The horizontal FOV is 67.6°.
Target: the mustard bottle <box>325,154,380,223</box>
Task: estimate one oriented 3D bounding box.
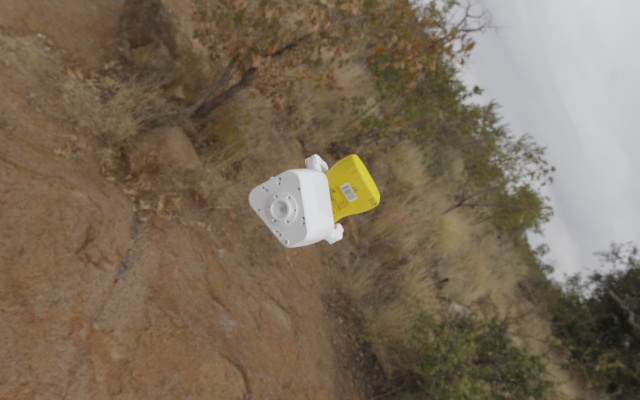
[{"bbox_3d":[0.000,0.003,0.837,0.191,0.096,0.058,-27,17,19],"label":"mustard bottle"}]
